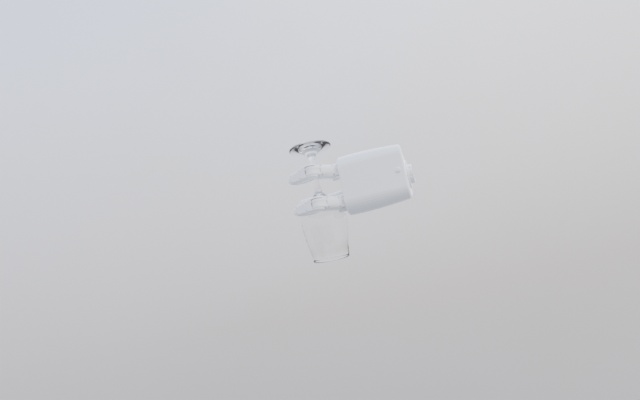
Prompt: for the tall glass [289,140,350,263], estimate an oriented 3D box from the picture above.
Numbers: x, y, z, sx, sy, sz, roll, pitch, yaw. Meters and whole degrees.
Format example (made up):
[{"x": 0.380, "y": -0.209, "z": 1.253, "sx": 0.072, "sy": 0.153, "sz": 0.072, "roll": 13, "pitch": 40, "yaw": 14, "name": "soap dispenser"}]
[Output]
[{"x": 0.000, "y": 0.002, "z": 0.820, "sx": 0.079, "sy": 0.201, "sz": 0.079, "roll": -10, "pitch": -13, "yaw": -2, "name": "tall glass"}]
